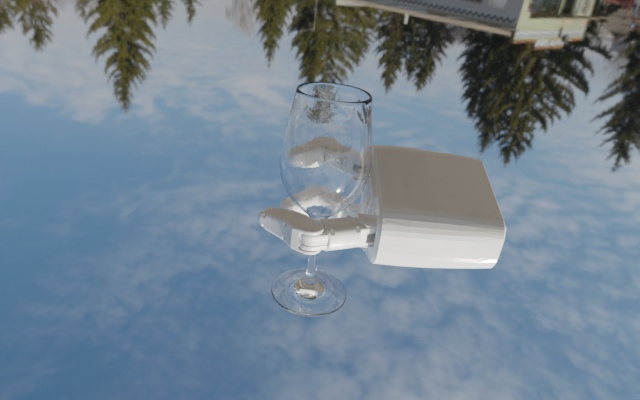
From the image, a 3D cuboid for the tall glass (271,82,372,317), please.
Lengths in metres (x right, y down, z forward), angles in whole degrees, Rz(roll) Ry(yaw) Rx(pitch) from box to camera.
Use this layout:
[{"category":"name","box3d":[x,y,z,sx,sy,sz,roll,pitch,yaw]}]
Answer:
[{"category":"tall glass","box3d":[0.000,0.002,0.425,0.079,0.201,0.079,5,27,-3]}]
